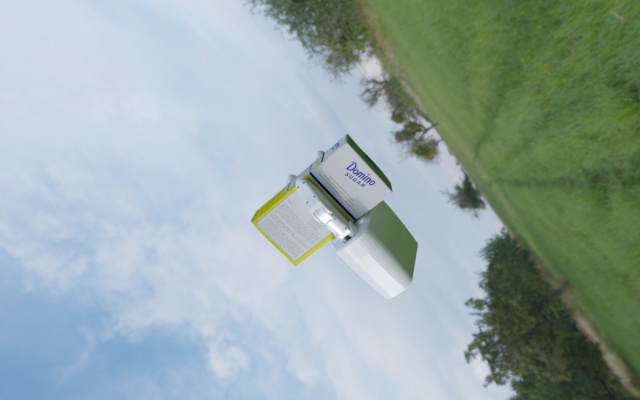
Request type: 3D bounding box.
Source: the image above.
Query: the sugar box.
[{"bbox_3d":[0.000,0.002,0.644,0.176,0.093,0.048,-39,16,17],"label":"sugar box"}]
